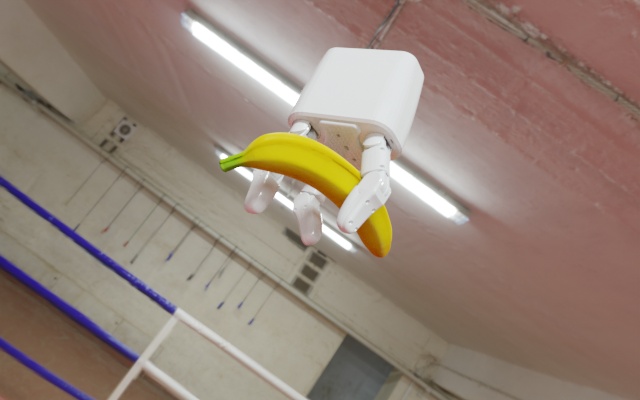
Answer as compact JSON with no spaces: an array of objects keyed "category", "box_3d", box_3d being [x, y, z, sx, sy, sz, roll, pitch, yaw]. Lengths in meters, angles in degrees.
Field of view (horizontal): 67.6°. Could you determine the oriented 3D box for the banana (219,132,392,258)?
[{"category":"banana","box_3d":[0.009,-0.009,0.443,0.198,0.037,0.070,32,-48,-24]}]
